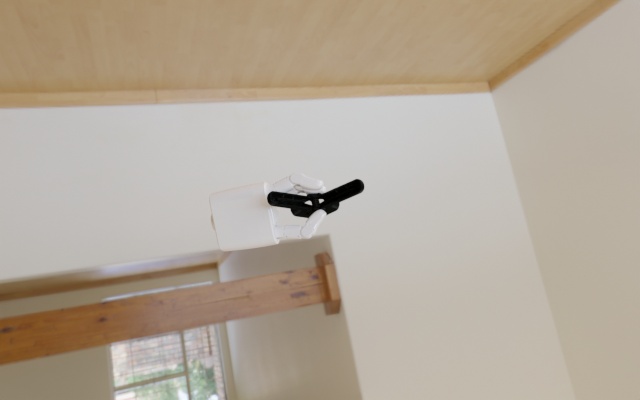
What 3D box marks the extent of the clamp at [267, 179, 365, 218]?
[{"bbox_3d":[0.000,0.004,0.884,0.164,0.036,0.210,-9,-12,4],"label":"clamp"}]
